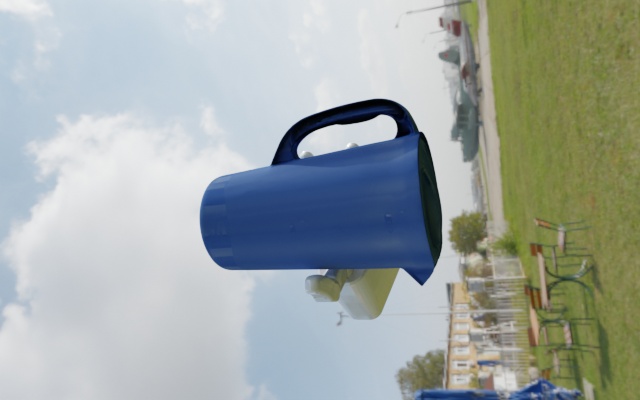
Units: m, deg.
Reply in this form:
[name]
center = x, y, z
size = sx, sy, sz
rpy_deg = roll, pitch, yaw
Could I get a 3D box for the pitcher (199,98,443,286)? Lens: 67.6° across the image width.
[pitcher]
center = 0.000, 0.002, 0.501
size = 0.243, 0.149, 0.145
rpy_deg = -7, -40, 20
